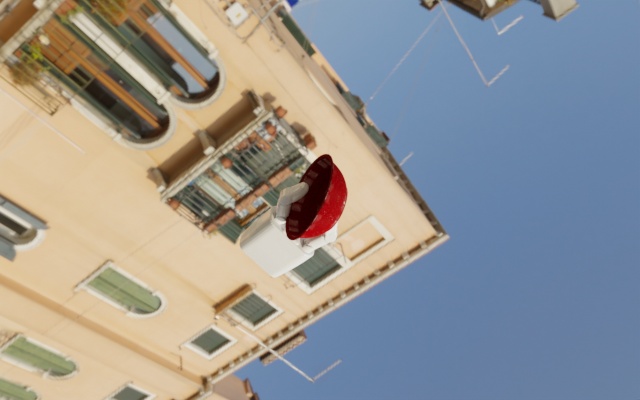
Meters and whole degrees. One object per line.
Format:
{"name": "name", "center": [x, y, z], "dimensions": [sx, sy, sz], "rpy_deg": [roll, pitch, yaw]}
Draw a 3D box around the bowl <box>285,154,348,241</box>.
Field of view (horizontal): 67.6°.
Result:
{"name": "bowl", "center": [0.001, 0.002, 0.829], "dimensions": [0.055, 0.162, 0.162], "rpy_deg": [24, -9, -20]}
